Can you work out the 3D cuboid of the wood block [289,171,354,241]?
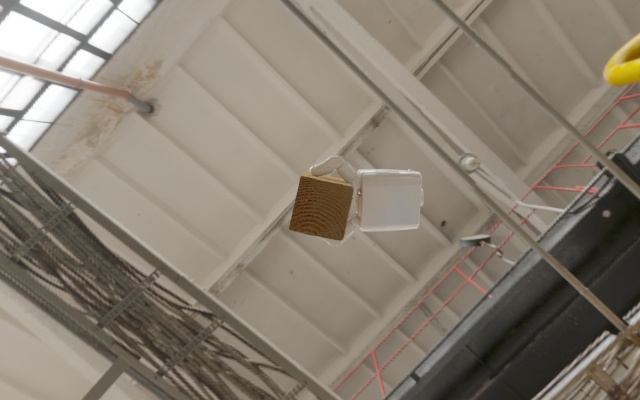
[{"bbox_3d":[0.000,0.003,0.851,0.090,0.091,0.206,12,5,-2],"label":"wood block"}]
